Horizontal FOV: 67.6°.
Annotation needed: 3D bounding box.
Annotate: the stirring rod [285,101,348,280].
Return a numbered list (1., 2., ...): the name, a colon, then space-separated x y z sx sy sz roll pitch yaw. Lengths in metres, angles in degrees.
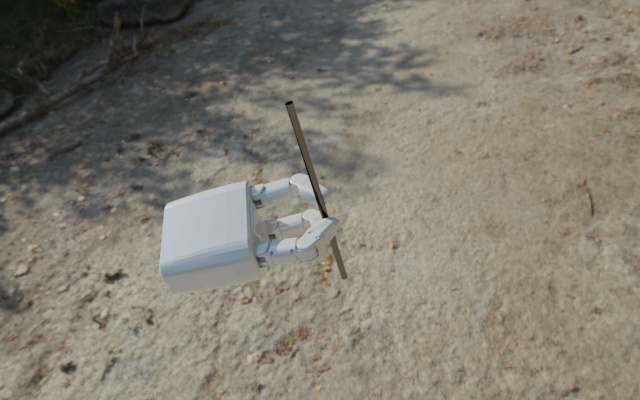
1. stirring rod: 0.000 0.002 0.517 0.011 0.240 0.011 -11 37 9
